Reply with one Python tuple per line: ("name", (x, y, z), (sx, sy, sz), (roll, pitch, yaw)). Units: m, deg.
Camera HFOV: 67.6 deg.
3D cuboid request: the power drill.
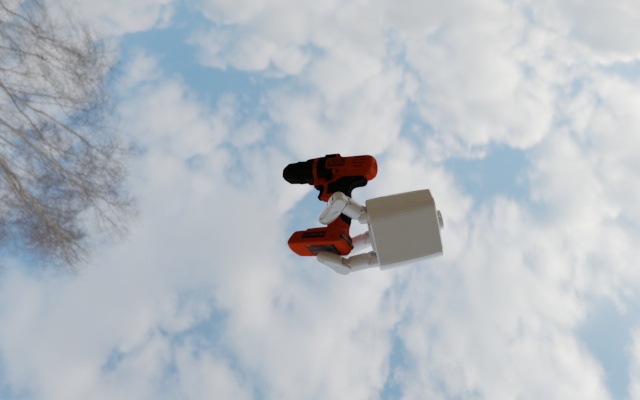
("power drill", (0.000, 0.003, 0.830), (0.184, 0.187, 0.057), (-4, -32, 27))
